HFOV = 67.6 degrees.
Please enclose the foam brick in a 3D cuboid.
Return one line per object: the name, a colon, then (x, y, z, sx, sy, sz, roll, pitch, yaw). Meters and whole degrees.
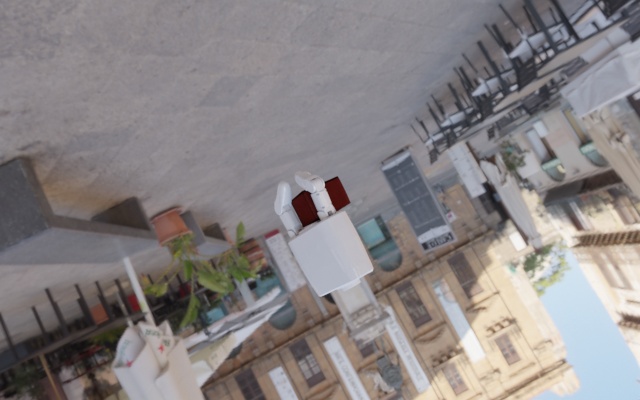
foam brick: (0.000, 0.002, 0.796, 0.078, 0.051, 0.053, -25, -7, -31)
